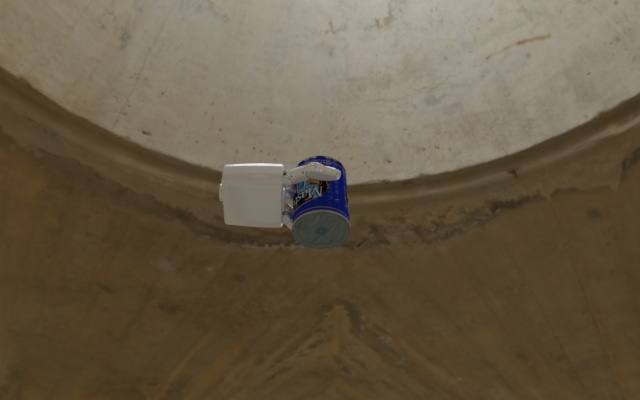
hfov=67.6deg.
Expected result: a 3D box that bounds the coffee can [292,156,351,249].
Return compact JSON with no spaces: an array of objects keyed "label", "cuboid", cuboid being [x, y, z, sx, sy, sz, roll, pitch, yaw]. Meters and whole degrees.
[{"label":"coffee can","cuboid":[0.000,0.003,0.872,0.103,0.140,0.103,-1,-42,-1]}]
